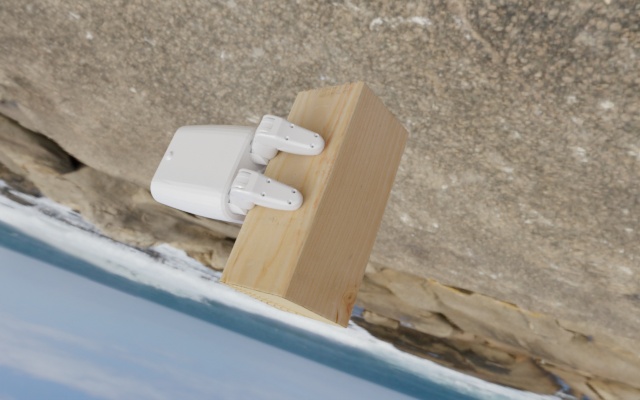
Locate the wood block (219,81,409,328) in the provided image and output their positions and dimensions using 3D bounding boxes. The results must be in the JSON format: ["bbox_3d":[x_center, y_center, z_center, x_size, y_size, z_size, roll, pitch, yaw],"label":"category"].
[{"bbox_3d":[0.000,0.002,0.456,0.090,0.206,0.091,2,-25,43],"label":"wood block"}]
